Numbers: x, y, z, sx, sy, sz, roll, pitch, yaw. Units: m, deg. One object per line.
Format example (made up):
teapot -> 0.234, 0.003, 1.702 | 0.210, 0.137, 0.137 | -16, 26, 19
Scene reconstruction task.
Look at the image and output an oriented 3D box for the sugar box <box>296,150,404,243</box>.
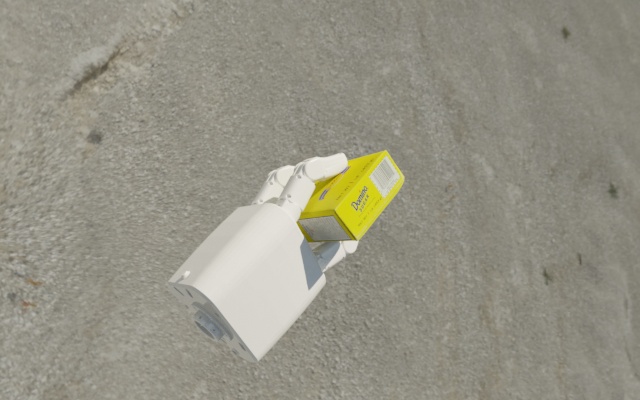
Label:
sugar box -> 0.000, 0.001, 0.523 | 0.176, 0.048, 0.093 | -7, 35, 53
